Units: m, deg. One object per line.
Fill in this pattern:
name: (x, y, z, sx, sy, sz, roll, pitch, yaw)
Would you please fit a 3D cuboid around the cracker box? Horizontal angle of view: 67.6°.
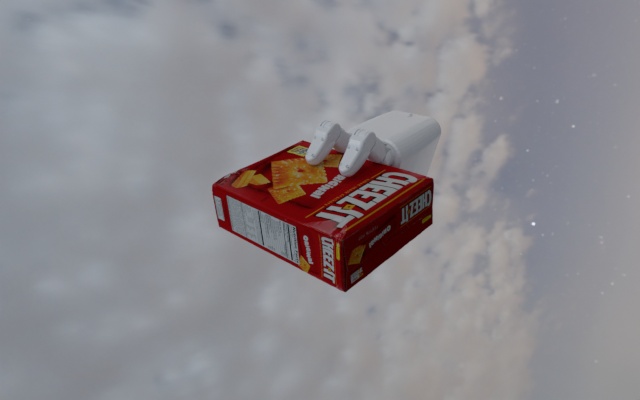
cracker box: (0.000, 0.002, 0.570, 0.213, 0.072, 0.164, 21, 38, 39)
